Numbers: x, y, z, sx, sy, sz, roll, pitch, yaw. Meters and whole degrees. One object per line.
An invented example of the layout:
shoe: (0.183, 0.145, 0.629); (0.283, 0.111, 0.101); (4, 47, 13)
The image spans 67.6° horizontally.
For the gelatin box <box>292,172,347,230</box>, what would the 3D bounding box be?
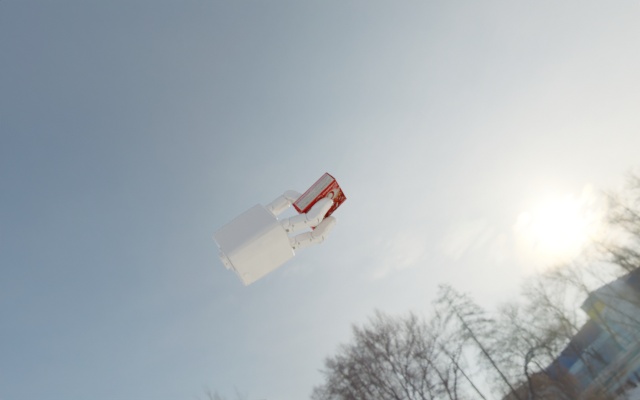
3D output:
gelatin box: (0.000, 0.002, 0.874); (0.030, 0.089, 0.073); (40, -9, 35)
